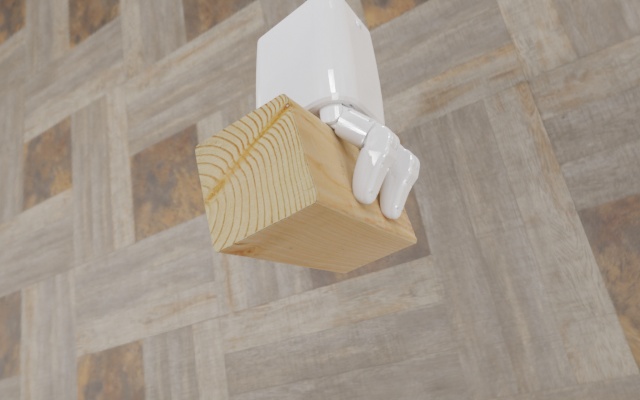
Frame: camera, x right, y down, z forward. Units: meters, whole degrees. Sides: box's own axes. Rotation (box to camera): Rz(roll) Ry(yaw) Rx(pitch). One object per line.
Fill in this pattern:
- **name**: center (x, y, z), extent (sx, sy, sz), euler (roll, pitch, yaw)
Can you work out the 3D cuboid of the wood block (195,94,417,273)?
- **wood block**: center (0.000, 0.001, 0.422), extent (0.091, 0.090, 0.206), euler (-26, -23, 22)
